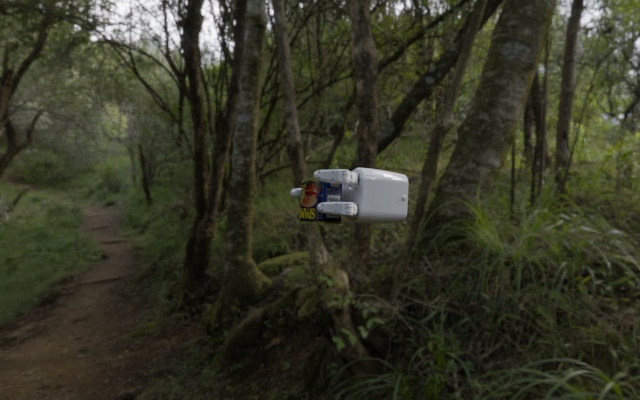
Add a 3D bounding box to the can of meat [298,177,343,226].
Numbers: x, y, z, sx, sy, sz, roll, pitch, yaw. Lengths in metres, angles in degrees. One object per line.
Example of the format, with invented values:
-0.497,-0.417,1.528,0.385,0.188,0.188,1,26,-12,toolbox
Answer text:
0.000,0.003,0.867,0.057,0.084,0.102,4,-2,-24,can of meat
